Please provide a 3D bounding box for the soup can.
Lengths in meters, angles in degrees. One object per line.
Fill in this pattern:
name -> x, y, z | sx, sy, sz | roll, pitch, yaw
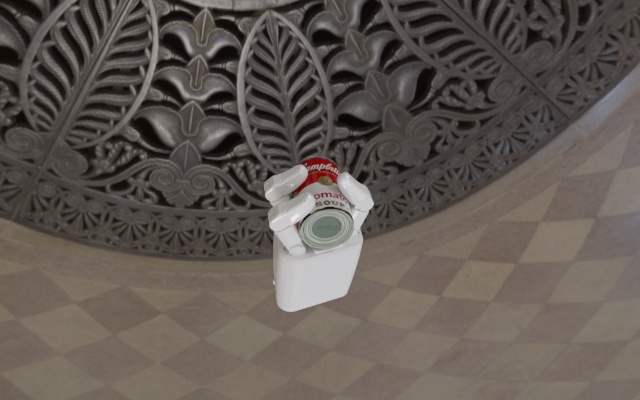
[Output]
soup can -> 0.000, 0.002, 0.594 | 0.068, 0.069, 0.102 | 0, 40, -11
